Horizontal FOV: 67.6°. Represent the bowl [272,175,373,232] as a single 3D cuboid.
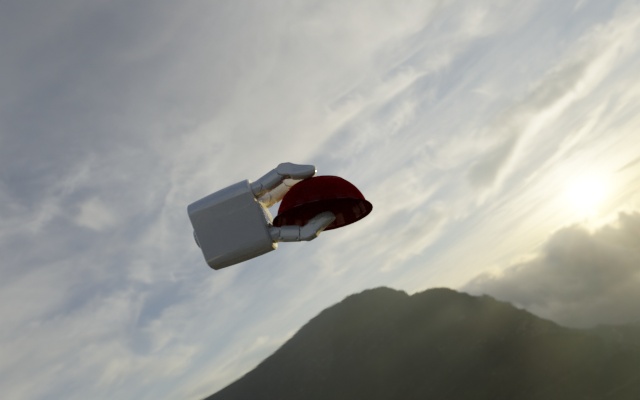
[{"bbox_3d":[0.001,0.002,0.764,0.162,0.055,0.162,-8,-20,-3],"label":"bowl"}]
